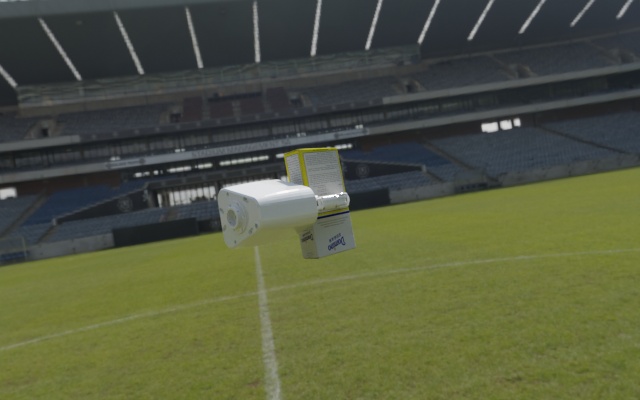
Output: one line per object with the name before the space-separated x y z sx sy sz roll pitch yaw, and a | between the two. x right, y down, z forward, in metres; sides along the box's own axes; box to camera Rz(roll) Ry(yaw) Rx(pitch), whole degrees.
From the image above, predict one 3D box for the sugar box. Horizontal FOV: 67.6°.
sugar box | 0.000 0.003 0.793 0.093 0.176 0.048 -9 1 -43
